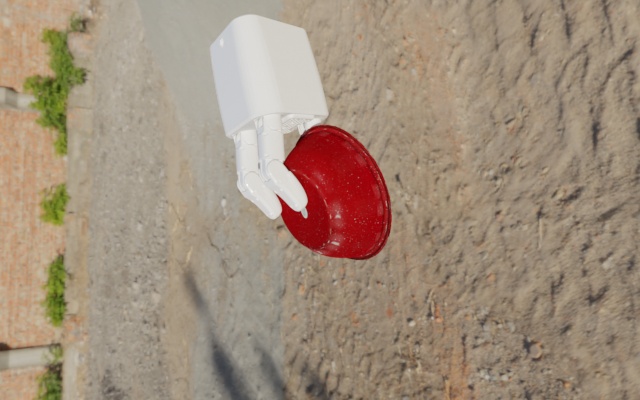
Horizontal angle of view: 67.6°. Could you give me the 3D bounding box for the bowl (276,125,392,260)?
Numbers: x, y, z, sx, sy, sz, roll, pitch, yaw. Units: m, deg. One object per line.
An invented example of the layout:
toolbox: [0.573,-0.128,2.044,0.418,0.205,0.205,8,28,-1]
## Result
bowl: [0.000,0.003,0.524,0.055,0.162,0.162,-25,15,-35]
